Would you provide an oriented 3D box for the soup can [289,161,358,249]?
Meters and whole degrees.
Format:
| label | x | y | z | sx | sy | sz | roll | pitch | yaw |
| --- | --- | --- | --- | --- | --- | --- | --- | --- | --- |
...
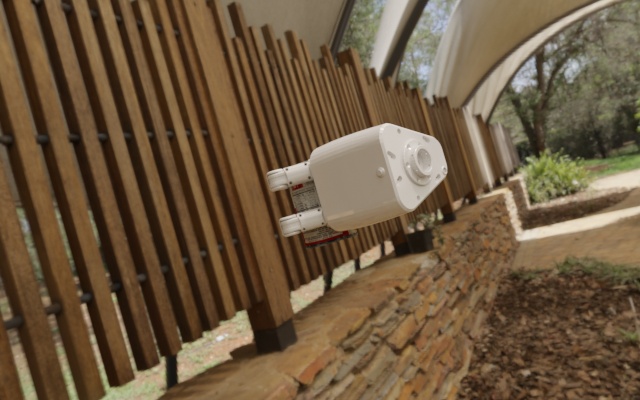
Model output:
| label | x | y | z | sx | sy | sz | roll | pitch | yaw |
| --- | --- | --- | --- | --- | --- | --- | --- | --- | --- |
| soup can | 0.000 | 0.002 | 0.593 | 0.068 | 0.102 | 0.068 | -16 | -1 | 0 |
